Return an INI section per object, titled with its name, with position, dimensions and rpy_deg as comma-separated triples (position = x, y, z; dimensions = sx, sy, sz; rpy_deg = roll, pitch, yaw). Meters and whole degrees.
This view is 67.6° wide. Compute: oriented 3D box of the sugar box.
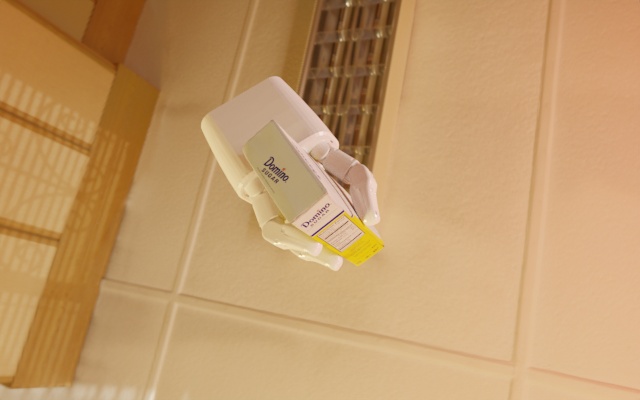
[sugar box]
position = 0.000, 0.002, 0.462
dimensions = 0.048, 0.093, 0.176
rpy_deg = -40, -29, 8
